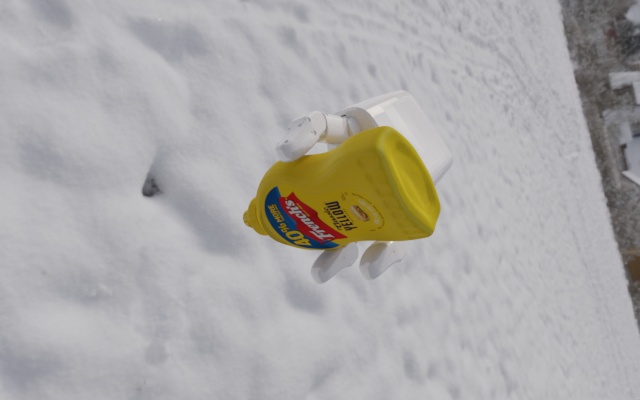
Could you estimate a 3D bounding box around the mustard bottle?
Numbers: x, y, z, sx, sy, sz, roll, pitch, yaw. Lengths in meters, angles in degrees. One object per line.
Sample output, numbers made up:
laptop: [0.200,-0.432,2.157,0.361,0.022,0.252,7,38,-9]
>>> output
mustard bottle: [0.000,0.002,0.422,0.191,0.058,0.096,-12,-52,40]
